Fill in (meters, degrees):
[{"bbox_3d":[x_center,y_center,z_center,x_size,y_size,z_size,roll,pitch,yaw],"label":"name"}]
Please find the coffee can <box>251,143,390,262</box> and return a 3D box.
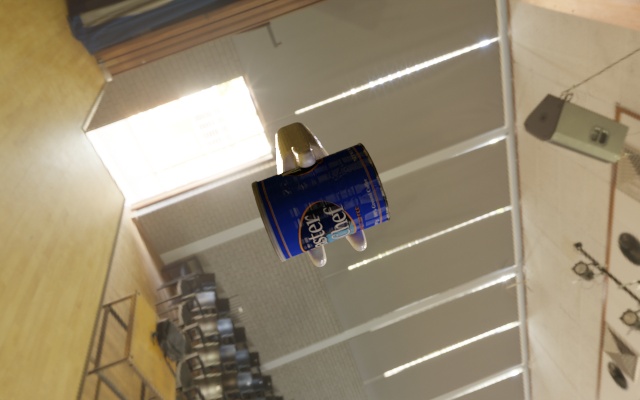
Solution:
[{"bbox_3d":[0.000,0.002,0.581,0.140,0.103,0.103,-21,1,-2],"label":"coffee can"}]
